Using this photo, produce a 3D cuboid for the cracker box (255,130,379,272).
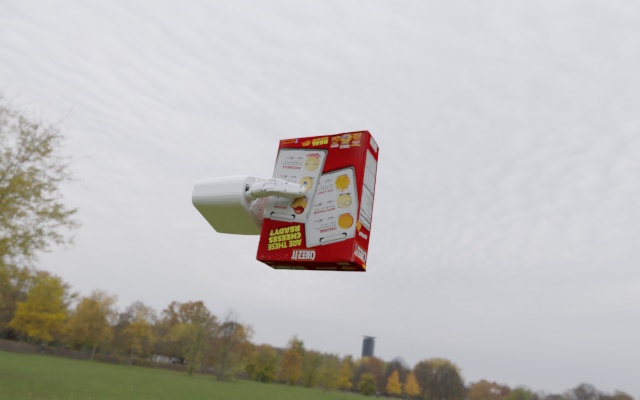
[{"bbox_3d":[0.000,0.002,0.760,0.164,0.213,0.072,-2,-23,27],"label":"cracker box"}]
